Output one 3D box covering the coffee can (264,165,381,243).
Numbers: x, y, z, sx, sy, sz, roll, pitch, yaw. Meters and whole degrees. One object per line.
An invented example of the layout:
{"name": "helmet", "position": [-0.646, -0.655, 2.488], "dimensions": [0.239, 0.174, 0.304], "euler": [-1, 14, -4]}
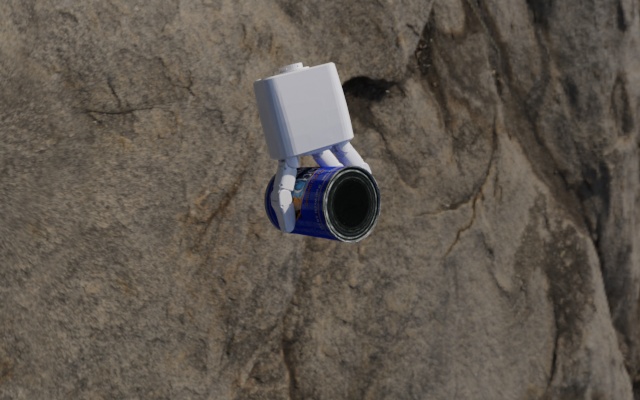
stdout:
{"name": "coffee can", "position": [0.000, 0.002, 0.678], "dimensions": [0.103, 0.103, 0.140], "euler": [0, 2, -38]}
